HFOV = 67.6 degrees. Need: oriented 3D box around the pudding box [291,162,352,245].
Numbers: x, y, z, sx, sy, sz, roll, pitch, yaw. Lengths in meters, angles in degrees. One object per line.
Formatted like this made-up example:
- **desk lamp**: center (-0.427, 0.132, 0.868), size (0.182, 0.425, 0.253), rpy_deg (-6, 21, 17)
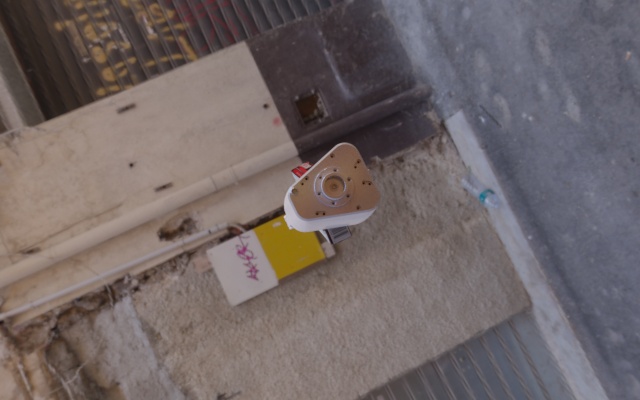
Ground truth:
- **pudding box**: center (0.000, 0.003, 0.742), size (0.039, 0.113, 0.090), rpy_deg (-25, 22, -9)
